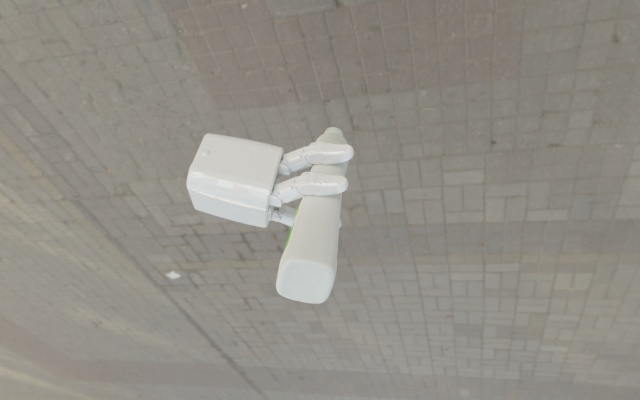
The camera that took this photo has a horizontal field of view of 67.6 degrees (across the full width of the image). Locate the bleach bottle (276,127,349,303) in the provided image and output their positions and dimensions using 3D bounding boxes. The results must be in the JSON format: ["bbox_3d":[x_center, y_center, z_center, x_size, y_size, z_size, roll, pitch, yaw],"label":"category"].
[{"bbox_3d":[0.000,0.002,0.639,0.068,0.250,0.103,13,-39,-2],"label":"bleach bottle"}]
